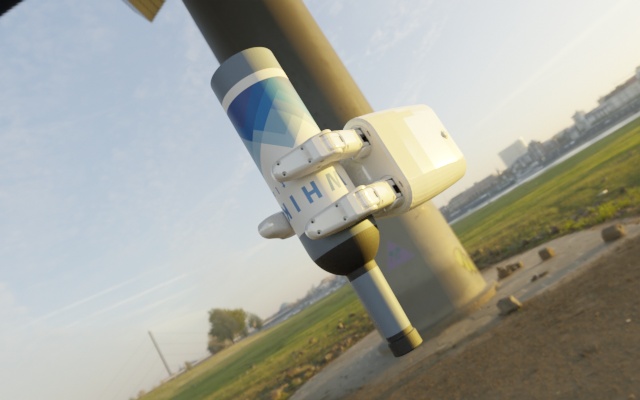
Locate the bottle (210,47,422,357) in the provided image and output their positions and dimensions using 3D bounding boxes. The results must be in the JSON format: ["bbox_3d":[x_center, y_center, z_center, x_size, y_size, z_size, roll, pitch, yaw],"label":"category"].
[{"bbox_3d":[0.000,0.001,0.428,0.069,0.295,0.069,-30,-10,-6],"label":"bottle"}]
